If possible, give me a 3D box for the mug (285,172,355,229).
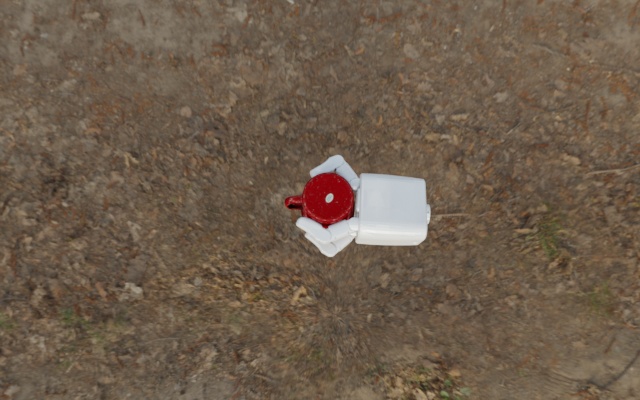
[{"bbox_3d":[-0.001,0.002,0.776,0.117,0.093,0.081,2,-13,1],"label":"mug"}]
